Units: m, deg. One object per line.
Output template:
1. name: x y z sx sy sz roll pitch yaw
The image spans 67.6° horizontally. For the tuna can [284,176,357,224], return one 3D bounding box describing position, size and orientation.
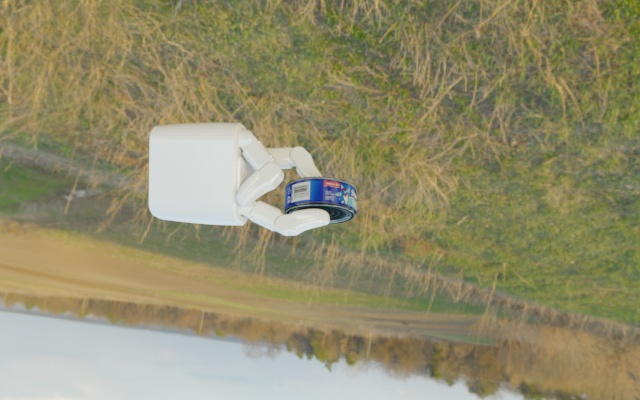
1. tuna can: 0.000 0.002 0.564 0.086 0.033 0.086 1 -18 0
